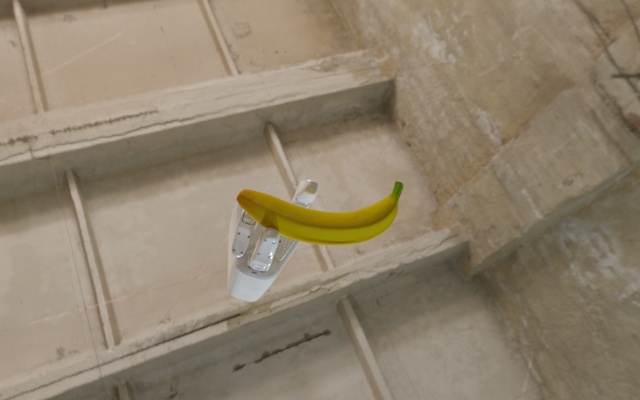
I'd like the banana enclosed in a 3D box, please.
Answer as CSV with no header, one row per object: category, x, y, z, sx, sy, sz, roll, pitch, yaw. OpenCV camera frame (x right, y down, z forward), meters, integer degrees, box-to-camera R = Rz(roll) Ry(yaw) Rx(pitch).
banana,0.007,0.018,0.535,0.198,0.069,0.037,-3,-27,-19
